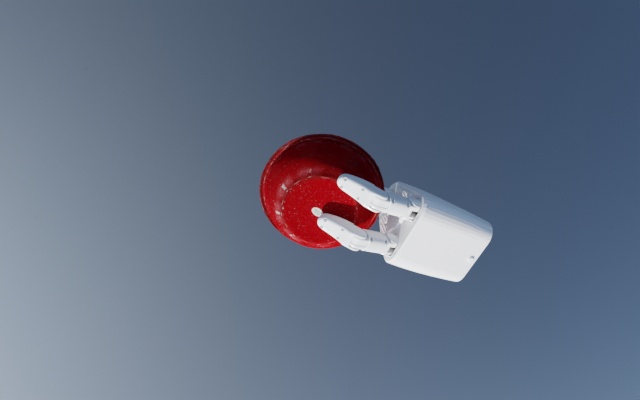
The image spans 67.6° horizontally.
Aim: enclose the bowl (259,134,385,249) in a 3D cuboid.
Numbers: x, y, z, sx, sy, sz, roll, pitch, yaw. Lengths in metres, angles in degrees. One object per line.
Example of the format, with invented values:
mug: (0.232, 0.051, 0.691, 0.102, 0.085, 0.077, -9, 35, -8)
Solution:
bowl: (-0.001, 0.002, 0.593, 0.162, 0.162, 0.055, 0, 25, 4)
